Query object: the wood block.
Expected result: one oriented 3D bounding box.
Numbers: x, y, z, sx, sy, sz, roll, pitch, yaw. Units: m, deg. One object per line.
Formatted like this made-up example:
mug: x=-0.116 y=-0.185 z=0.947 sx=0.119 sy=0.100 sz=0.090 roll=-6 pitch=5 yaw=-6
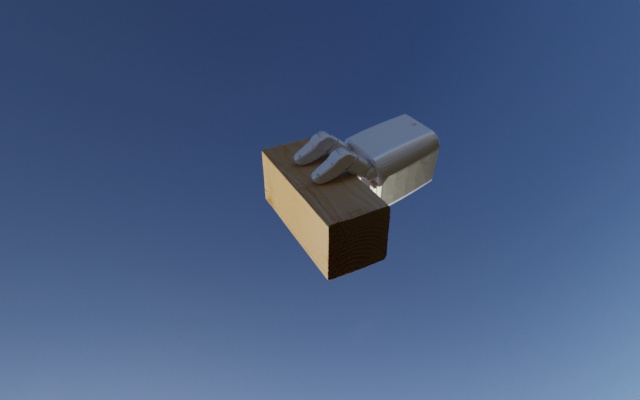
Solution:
wood block: x=0.000 y=0.002 z=0.665 sx=0.090 sy=0.091 sz=0.206 roll=-17 pitch=38 yaw=-22
